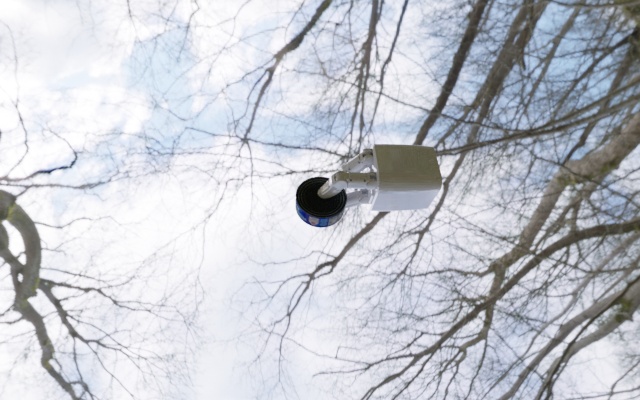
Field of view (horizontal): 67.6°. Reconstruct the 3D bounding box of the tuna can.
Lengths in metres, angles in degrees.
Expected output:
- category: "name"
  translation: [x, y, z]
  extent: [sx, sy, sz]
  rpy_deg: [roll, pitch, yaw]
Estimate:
- category: "tuna can"
  translation: [0.000, 0.003, 0.801]
  extent: [0.086, 0.086, 0.034]
  rpy_deg: [0, -37, -7]
